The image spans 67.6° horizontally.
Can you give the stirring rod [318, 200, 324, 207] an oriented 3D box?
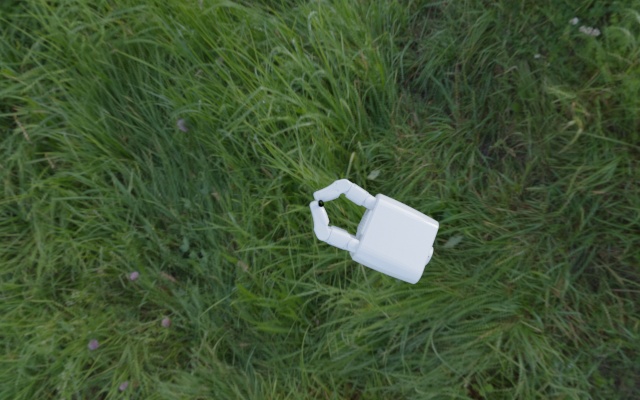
[{"bbox_3d":[0.000,0.002,0.760,0.011,0.011,0.239,0,1,0],"label":"stirring rod"}]
